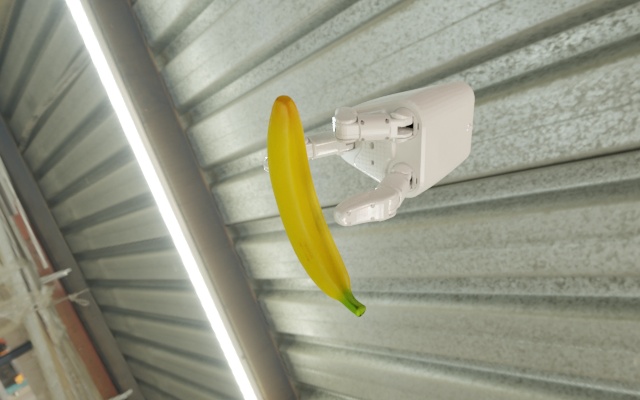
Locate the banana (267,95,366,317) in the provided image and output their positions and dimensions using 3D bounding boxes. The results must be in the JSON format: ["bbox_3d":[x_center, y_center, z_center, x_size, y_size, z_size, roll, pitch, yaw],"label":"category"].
[{"bbox_3d":[-0.010,0.007,0.426,0.037,0.198,0.069,-28,10,-38],"label":"banana"}]
